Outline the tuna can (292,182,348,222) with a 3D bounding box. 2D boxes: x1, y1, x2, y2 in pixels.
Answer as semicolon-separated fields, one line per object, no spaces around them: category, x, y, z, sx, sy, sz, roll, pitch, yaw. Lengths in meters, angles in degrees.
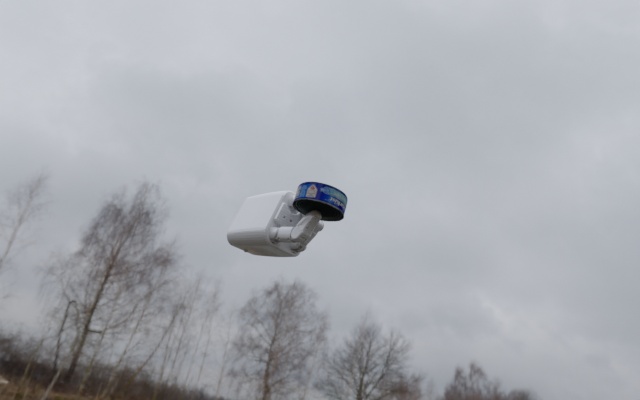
tuna can;0.000;0.002;0.773;0.086;0.033;0.086;13;-21;5
